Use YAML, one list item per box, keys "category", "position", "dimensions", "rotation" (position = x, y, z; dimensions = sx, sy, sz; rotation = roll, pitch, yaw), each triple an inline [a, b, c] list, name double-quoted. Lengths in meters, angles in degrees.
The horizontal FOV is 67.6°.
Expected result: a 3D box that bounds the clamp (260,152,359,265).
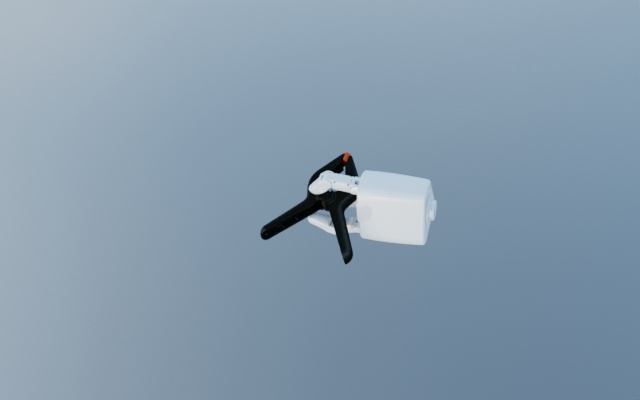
- category: "clamp"
  position: [0.000, 0.002, 0.811]
  dimensions: [0.164, 0.210, 0.036]
  rotation: [8, -33, 19]
